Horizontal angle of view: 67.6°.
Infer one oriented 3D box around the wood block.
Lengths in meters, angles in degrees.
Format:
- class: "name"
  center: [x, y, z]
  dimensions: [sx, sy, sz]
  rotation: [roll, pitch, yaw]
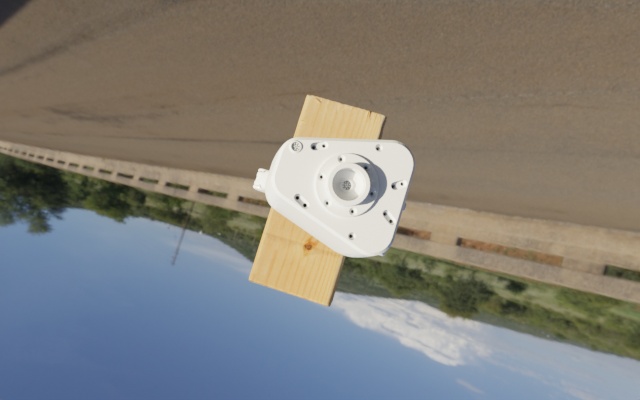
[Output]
- class: "wood block"
  center: [0.000, 0.002, 0.535]
  dimensions: [0.091, 0.206, 0.090]
  rotation: [17, -6, 5]
